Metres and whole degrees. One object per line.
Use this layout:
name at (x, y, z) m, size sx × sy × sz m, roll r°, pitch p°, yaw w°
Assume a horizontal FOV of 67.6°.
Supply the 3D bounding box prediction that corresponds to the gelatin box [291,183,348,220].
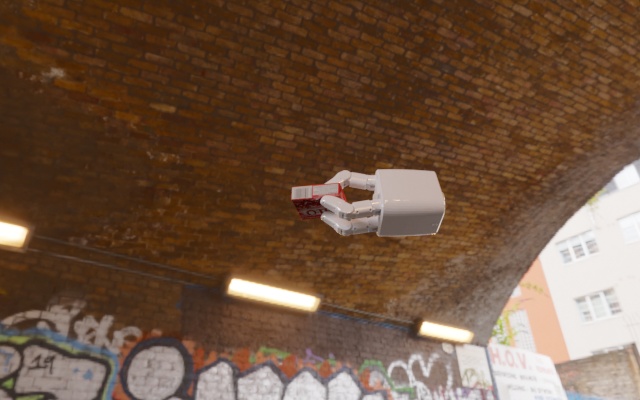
gelatin box at (0.000, 0.002, 0.847) m, size 0.089 × 0.030 × 0.073 m, roll -5°, pitch -31°, yaw 12°
